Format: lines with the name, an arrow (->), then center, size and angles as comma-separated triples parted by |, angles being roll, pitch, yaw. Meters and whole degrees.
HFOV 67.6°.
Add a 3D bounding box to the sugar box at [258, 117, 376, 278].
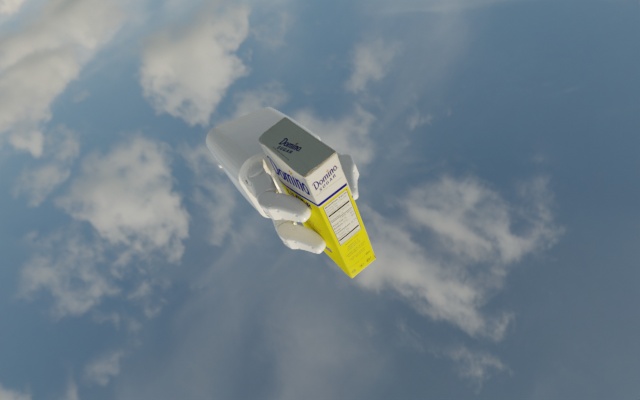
sugar box -> 0.000, 0.002, 0.520 | 0.093, 0.048, 0.176 | 40, -15, 42
